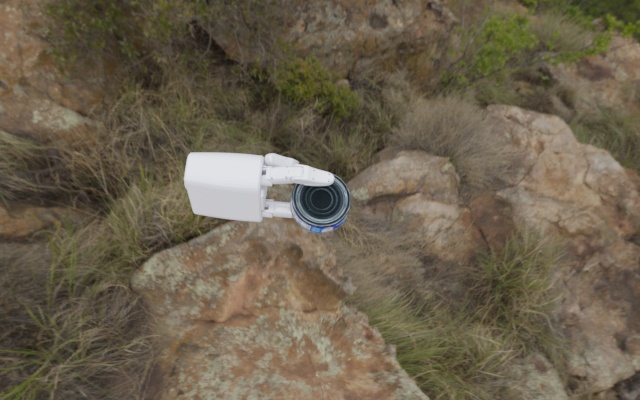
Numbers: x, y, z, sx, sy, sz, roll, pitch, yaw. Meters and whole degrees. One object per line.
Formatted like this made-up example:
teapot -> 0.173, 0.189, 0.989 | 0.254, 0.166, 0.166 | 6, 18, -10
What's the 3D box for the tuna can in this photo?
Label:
tuna can -> 0.000, 0.002, 0.683 | 0.086, 0.086, 0.034 | 0, -19, -6
